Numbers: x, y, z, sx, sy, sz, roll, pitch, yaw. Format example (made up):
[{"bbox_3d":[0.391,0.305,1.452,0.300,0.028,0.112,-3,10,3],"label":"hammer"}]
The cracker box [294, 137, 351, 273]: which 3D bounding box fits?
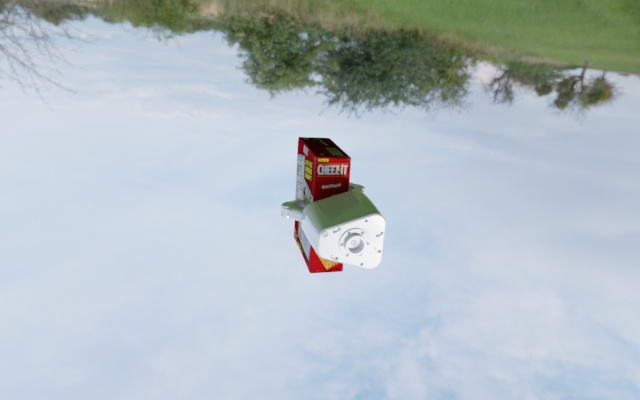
[{"bbox_3d":[0.000,0.003,0.885,0.072,0.214,0.164,-1,19,-13],"label":"cracker box"}]
